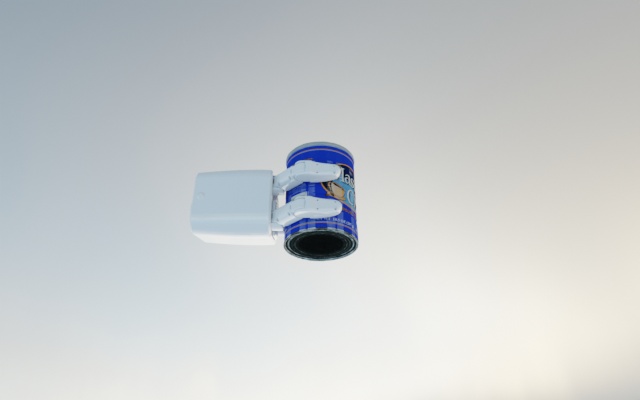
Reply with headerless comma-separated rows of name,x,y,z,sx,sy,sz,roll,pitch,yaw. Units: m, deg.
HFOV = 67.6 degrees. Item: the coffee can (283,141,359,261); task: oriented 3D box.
coffee can,0.000,0.002,0.681,0.103,0.140,0.103,0,-30,0
